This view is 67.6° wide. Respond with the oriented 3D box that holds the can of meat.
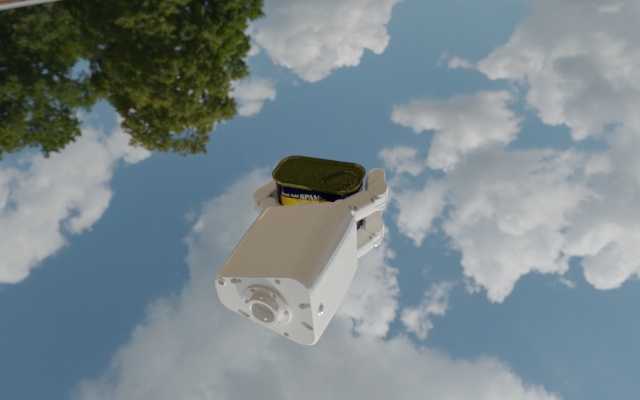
[{"bbox_3d":[0.000,0.002,0.553,0.102,0.084,0.057,9,38,17],"label":"can of meat"}]
